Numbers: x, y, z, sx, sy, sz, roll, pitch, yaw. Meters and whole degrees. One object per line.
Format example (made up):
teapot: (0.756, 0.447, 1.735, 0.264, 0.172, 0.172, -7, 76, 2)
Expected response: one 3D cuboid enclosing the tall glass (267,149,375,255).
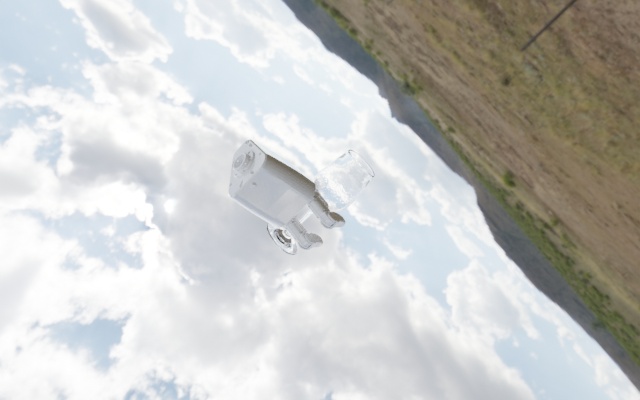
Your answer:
tall glass: (0.000, 0.003, 0.820, 0.201, 0.079, 0.079, -43, -16, 18)
